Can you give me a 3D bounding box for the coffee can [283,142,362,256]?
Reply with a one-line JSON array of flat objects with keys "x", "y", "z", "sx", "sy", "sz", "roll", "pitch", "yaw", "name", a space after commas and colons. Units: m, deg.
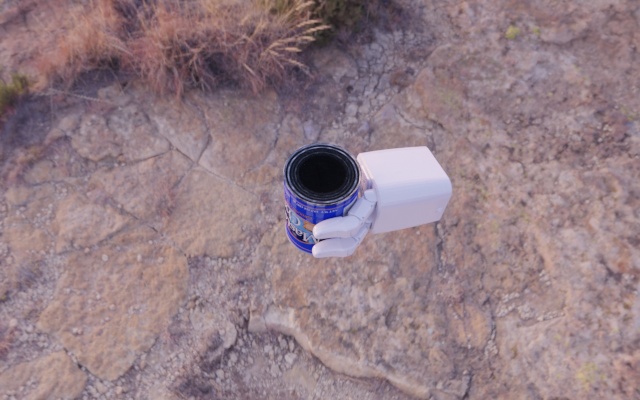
[{"x": 0.000, "y": 0.002, "z": 0.675, "sx": 0.103, "sy": 0.102, "sz": 0.140, "roll": 0, "pitch": -33, "yaw": -3, "name": "coffee can"}]
